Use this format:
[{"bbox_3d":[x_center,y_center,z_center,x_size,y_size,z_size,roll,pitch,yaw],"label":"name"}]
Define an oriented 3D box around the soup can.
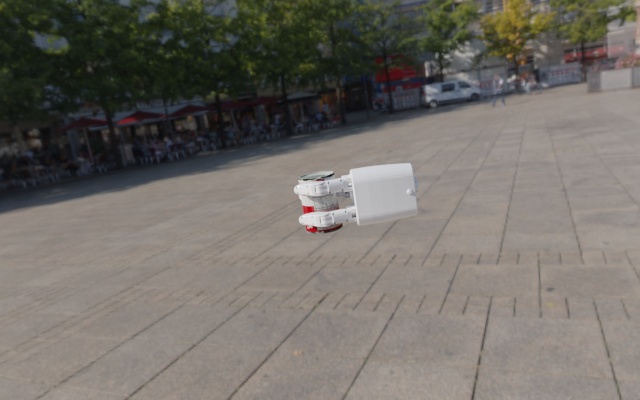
[{"bbox_3d":[0.000,0.003,0.867,0.068,0.102,0.068,-8,12,2],"label":"soup can"}]
